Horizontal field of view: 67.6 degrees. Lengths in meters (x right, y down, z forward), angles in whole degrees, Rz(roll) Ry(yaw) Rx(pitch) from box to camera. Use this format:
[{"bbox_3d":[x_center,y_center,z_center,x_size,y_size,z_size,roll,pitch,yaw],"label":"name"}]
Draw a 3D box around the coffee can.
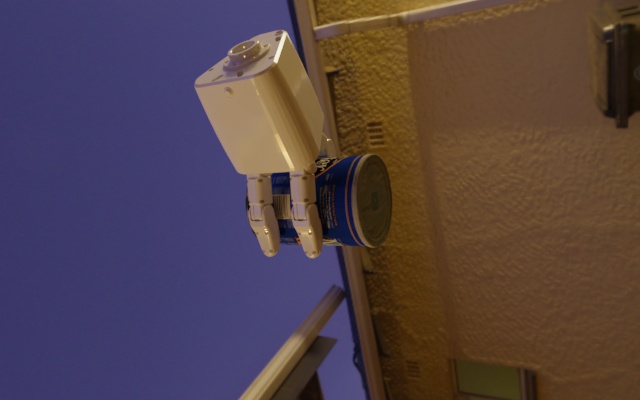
[{"bbox_3d":[0.000,0.002,0.555,0.140,0.103,0.103,-2,-1,28],"label":"coffee can"}]
